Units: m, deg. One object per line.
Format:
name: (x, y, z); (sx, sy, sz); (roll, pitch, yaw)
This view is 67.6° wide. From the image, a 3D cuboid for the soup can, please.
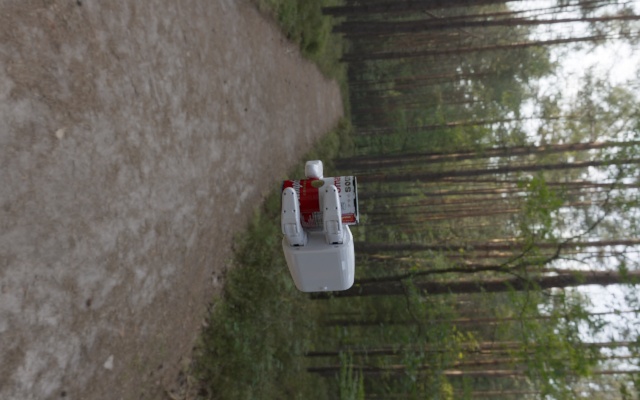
soup can: (0.000, 0.002, 0.663); (0.102, 0.068, 0.068); (-3, 0, 5)
